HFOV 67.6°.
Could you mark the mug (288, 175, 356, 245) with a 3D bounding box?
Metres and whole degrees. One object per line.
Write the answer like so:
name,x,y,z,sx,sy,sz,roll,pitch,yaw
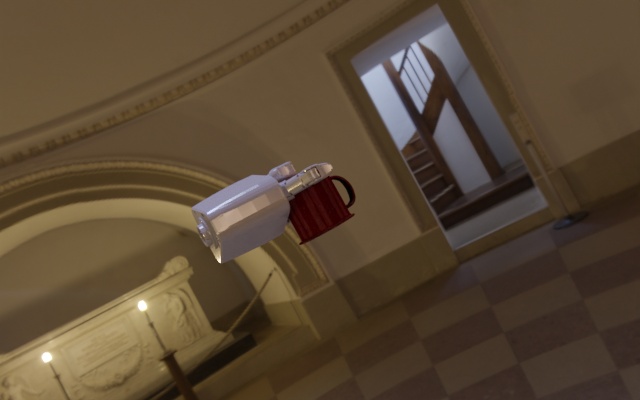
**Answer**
mug,0.001,0.001,0.704,0.117,0.081,0.093,-29,0,-24
